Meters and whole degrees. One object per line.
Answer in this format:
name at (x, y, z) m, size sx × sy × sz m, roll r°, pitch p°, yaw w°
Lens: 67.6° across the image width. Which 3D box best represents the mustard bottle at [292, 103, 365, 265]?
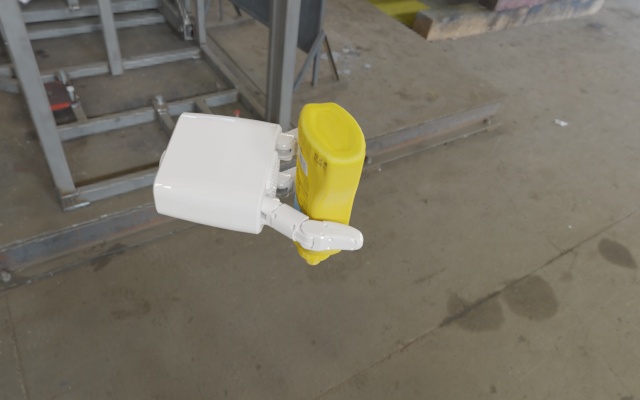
mustard bottle at (0.000, 0.001, 0.503) m, size 0.058 × 0.192 × 0.096 m, roll -8°, pitch 46°, yaw -17°
